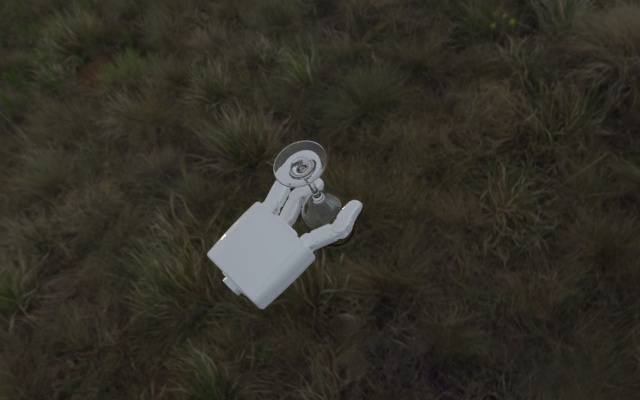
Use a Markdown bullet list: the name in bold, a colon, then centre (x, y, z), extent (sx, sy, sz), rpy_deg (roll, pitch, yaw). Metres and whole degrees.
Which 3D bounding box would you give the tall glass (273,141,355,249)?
- **tall glass**: centre (0.000, 0.002, 0.703), extent (0.079, 0.079, 0.201), rpy_deg (0, -30, 19)
